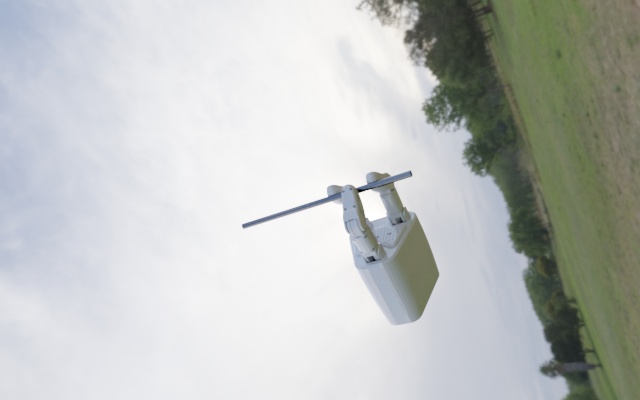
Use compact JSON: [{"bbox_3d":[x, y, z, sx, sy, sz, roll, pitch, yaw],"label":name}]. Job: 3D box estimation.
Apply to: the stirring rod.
[{"bbox_3d":[0.000,0.002,0.600,0.239,0.011,0.011,-18,-7,24],"label":"stirring rod"}]
